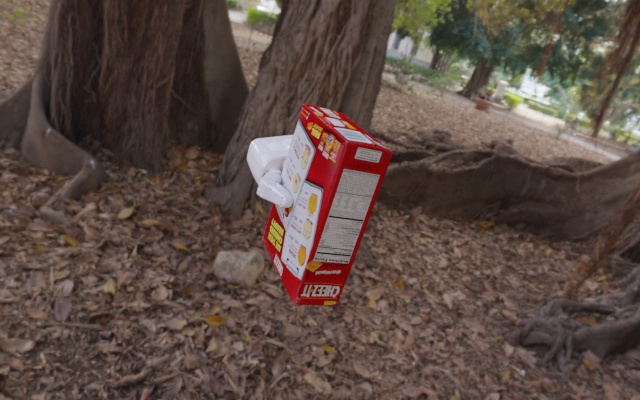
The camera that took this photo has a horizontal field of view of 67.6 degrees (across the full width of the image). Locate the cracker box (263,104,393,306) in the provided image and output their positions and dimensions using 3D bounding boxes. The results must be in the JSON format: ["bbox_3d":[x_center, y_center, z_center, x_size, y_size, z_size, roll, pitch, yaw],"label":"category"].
[{"bbox_3d":[0.000,0.002,0.619,0.072,0.214,0.164,8,22,-25],"label":"cracker box"}]
